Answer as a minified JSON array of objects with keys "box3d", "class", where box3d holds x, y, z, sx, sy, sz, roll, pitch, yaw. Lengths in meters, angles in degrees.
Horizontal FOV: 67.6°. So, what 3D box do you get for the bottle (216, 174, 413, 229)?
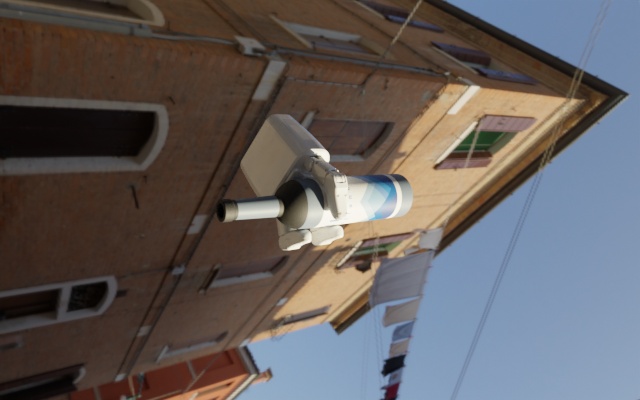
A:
[{"box3d":[0.000,0.002,0.650,0.295,0.069,0.069,-5,3,-36],"class":"bottle"}]
